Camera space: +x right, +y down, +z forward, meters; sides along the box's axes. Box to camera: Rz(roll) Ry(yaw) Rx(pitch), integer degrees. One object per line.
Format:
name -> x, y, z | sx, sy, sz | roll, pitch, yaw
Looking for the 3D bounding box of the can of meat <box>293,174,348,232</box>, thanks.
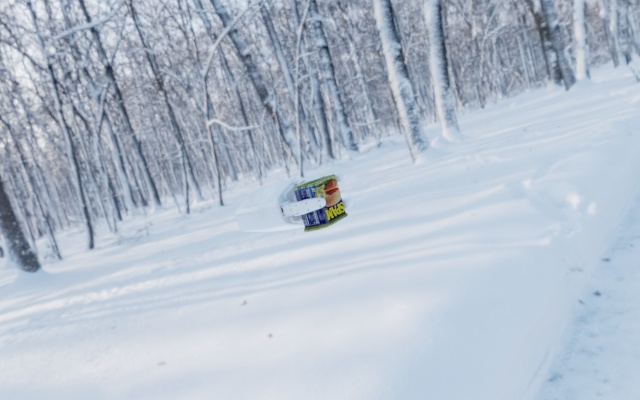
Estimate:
can of meat -> 0.000, 0.003, 0.887 | 0.057, 0.084, 0.102 | -13, 7, 32
